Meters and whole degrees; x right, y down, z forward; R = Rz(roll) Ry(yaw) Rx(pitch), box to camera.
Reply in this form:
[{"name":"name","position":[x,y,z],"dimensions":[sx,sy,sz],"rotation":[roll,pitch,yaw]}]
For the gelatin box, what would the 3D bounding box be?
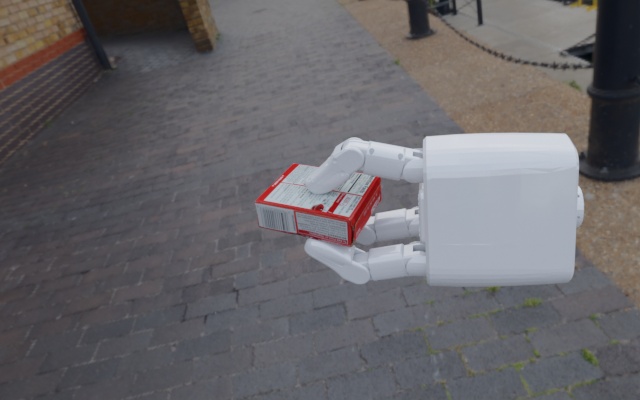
[{"name":"gelatin box","position":[0.000,0.001,0.412],"dimensions":[0.089,0.030,0.073],"rotation":[10,35,22]}]
